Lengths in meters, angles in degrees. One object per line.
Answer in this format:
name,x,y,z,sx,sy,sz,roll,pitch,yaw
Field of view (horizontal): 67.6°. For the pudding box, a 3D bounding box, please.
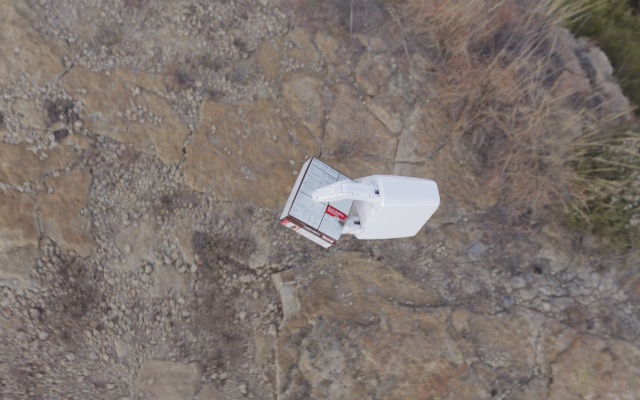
pudding box,0.000,0.002,0.720,0.090,0.113,0.039,29,-30,-12
